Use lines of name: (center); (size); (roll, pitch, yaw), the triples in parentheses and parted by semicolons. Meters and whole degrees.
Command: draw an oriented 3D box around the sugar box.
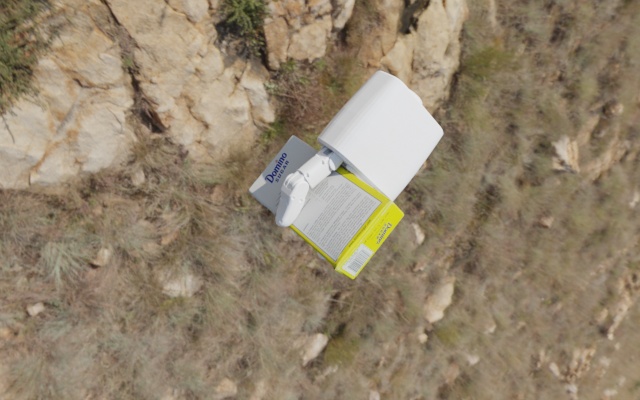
sugar box: (0.001, 0.002, 0.554); (0.176, 0.093, 0.048); (39, -1, 42)
